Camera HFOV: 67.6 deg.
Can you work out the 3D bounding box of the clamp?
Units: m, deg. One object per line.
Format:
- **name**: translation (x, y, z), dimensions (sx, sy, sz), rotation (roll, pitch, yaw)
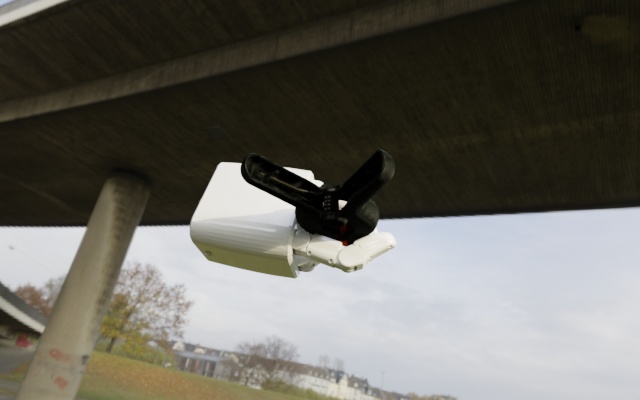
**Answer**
- **clamp**: translation (0.000, 0.001, 0.428), dimensions (0.120, 0.039, 0.171), rotation (9, -25, 8)
